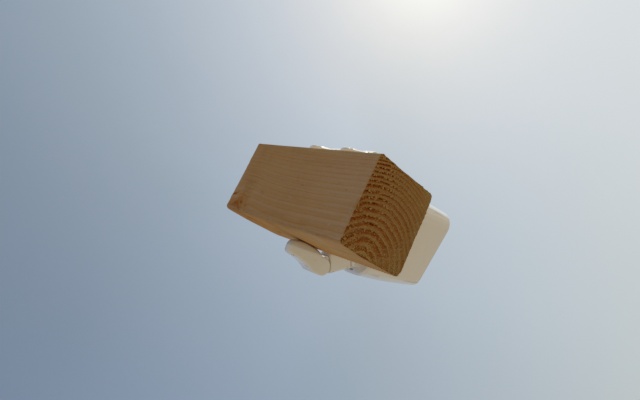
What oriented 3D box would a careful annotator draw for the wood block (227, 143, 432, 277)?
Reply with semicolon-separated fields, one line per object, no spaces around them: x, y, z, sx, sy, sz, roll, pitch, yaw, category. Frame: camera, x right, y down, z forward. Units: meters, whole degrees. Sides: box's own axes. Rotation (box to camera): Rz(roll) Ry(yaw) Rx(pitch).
0.000;0.002;0.514;0.090;0.091;0.206;33;-13;-37;wood block
